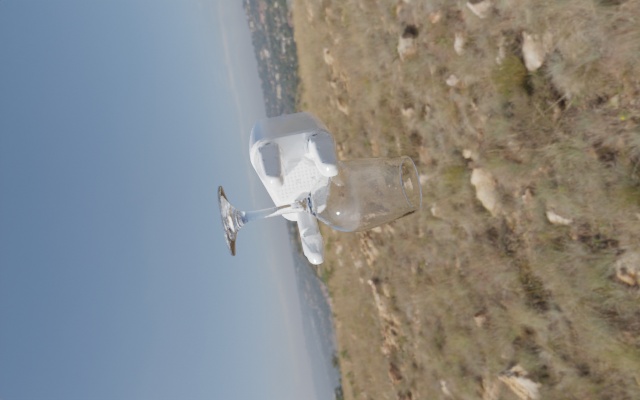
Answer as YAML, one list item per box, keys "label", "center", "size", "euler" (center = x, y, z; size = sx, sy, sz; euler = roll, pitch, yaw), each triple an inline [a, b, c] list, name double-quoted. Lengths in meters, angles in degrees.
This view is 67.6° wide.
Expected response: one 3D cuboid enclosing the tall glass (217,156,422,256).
- label: "tall glass"
  center: [-0.001, 0.002, 0.500]
  size: [0.201, 0.079, 0.079]
  euler: [-11, 1, -5]
